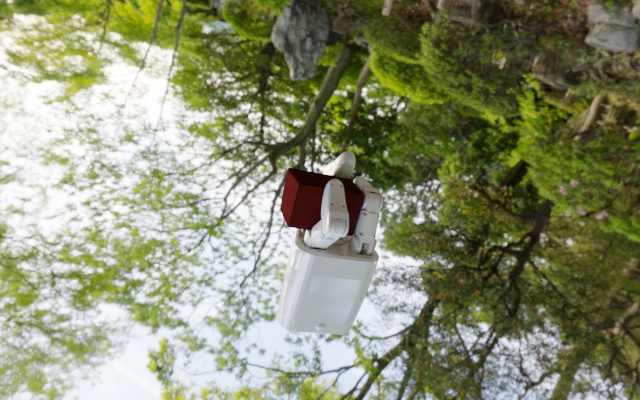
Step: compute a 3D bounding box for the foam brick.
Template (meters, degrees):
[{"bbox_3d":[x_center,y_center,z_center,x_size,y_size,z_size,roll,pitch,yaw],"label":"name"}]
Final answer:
[{"bbox_3d":[0.000,0.002,0.527,0.078,0.051,0.053,9,20,-19],"label":"foam brick"}]
